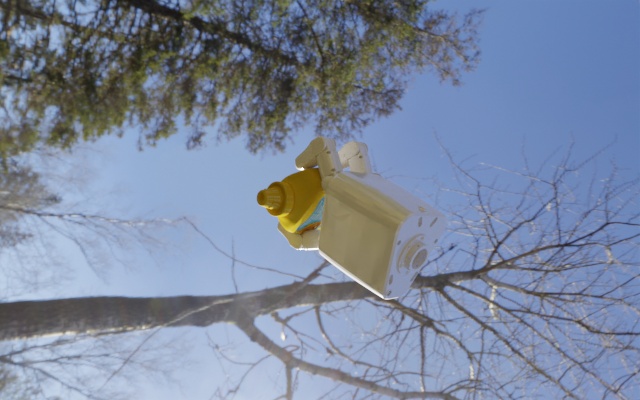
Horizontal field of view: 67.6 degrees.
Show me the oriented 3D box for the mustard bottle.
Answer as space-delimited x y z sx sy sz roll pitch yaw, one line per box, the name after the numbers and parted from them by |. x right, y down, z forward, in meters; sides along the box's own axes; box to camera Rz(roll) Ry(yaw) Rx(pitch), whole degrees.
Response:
0.000 0.002 0.603 0.191 0.058 0.096 3 -43 -46 | mustard bottle
